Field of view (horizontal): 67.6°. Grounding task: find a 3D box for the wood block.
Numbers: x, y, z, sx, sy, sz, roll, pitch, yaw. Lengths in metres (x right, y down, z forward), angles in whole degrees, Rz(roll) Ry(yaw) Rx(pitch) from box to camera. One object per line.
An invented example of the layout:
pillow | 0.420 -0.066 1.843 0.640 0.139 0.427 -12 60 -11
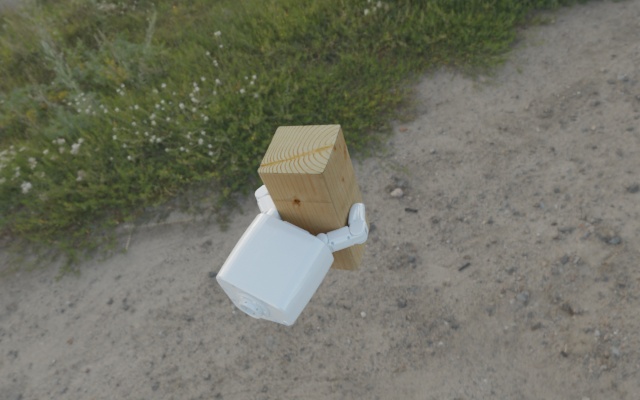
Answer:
wood block | 0.000 0.002 0.671 0.091 0.090 0.206 2 -40 21
